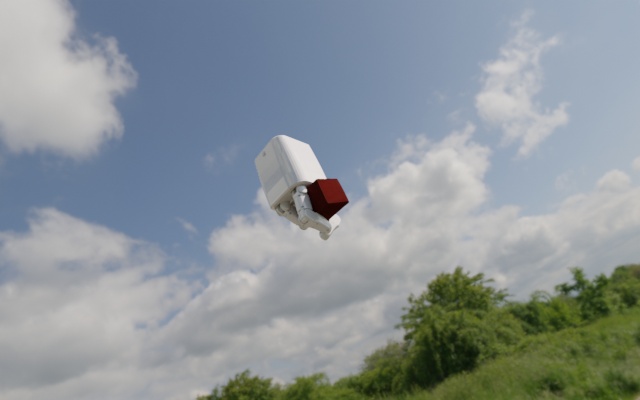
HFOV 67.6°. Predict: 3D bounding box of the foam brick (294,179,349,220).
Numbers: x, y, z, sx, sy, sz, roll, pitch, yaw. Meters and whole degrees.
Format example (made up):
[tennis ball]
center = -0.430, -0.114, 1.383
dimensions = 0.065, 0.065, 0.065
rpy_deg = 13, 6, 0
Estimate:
[foam brick]
center = 0.000, 0.003, 0.834
dimensions = 0.053, 0.051, 0.078
rpy_deg = -2, -30, -42
